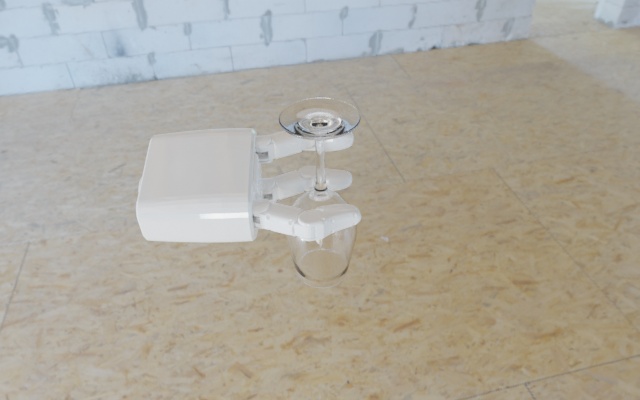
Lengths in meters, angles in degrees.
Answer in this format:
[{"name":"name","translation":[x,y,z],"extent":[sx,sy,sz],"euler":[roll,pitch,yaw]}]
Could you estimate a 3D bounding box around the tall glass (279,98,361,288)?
[{"name":"tall glass","translation":[0.000,0.001,0.493],"extent":[0.079,0.201,0.079],"euler":[-1,39,1]}]
